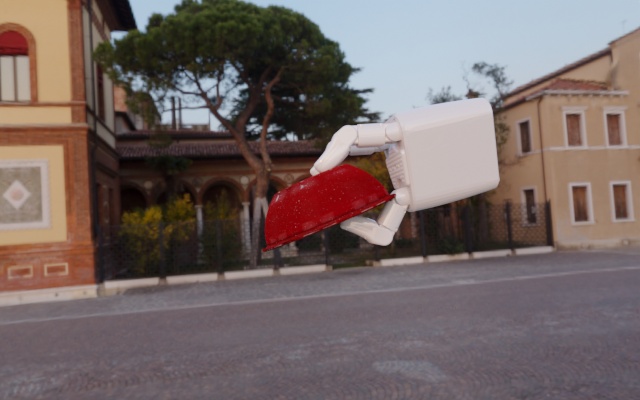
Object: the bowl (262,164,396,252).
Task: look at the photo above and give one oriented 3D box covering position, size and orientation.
[{"bbox_3d":[-0.001,0.002,0.534,0.162,0.055,0.162,-23,-1,0],"label":"bowl"}]
